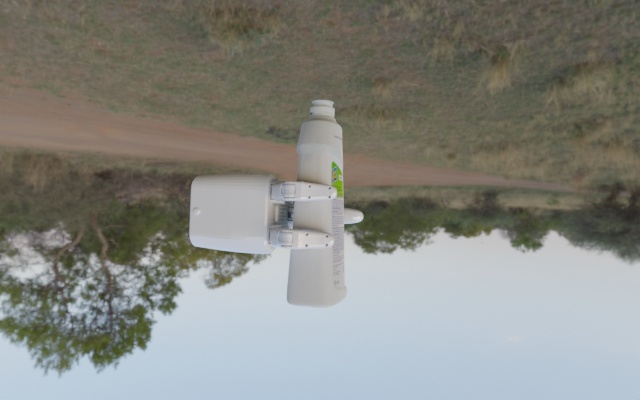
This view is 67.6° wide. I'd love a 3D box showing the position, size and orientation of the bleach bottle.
[{"bbox_3d":[0.000,0.002,0.606,0.068,0.251,0.102,2,-1,13],"label":"bleach bottle"}]
